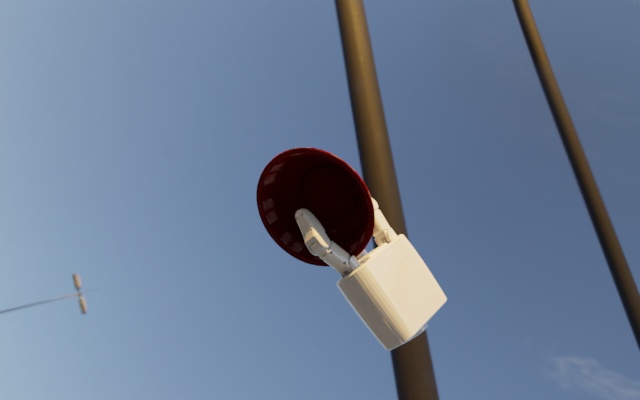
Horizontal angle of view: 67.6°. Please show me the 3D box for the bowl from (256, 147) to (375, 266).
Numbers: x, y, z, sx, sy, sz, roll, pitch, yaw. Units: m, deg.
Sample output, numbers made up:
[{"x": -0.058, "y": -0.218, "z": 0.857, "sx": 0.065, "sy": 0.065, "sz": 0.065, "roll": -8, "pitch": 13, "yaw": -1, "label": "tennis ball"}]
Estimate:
[{"x": 0.000, "y": 0.001, "z": 0.616, "sx": 0.162, "sy": 0.162, "sz": 0.055, "roll": 0, "pitch": 23, "yaw": 25, "label": "bowl"}]
